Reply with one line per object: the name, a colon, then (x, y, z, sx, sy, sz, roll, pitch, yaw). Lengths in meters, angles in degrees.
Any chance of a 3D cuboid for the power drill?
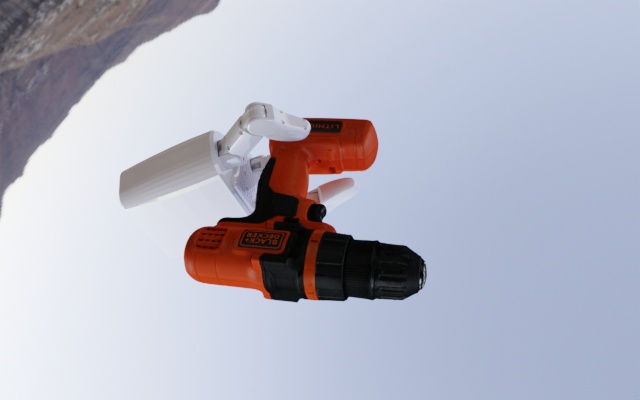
power drill: (0.000, 0.001, 0.405, 0.184, 0.057, 0.187, 4, 42, 13)
